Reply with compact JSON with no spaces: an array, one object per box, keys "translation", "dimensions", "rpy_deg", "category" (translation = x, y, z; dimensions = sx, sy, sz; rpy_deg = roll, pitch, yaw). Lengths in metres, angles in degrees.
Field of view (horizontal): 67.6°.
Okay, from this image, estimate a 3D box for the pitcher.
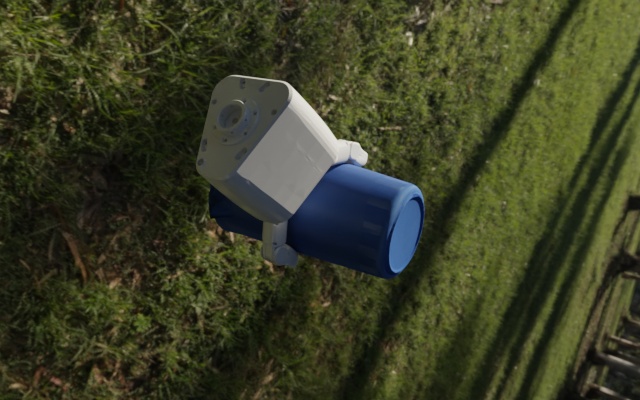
[{"translation":[0.000,0.002,0.582],"dimensions":[0.243,0.149,0.145],"rpy_deg":[17,-15,30],"category":"pitcher"}]
